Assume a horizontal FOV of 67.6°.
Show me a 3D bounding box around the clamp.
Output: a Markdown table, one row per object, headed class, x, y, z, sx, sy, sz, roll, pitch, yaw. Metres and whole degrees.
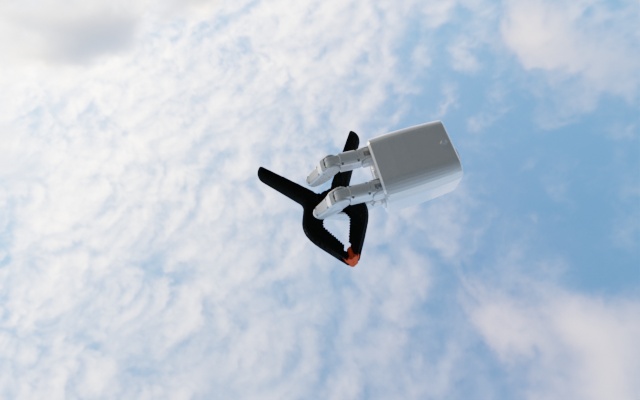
| class | x | y | z | sx | sy | sz | roll | pitch | yaw |
| --- | --- | --- | --- | --- | --- | --- | --- | --- | --- |
| clamp | 0.001 | 0.003 | 0.685 | 0.164 | 0.209 | 0.036 | -17 | -31 | 3 |
